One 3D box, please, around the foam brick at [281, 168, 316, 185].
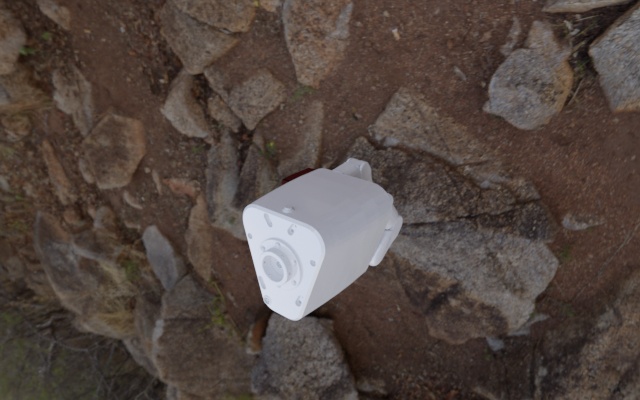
[{"bbox_3d":[0.000,0.002,0.540,0.078,0.053,0.051,19,30,32],"label":"foam brick"}]
